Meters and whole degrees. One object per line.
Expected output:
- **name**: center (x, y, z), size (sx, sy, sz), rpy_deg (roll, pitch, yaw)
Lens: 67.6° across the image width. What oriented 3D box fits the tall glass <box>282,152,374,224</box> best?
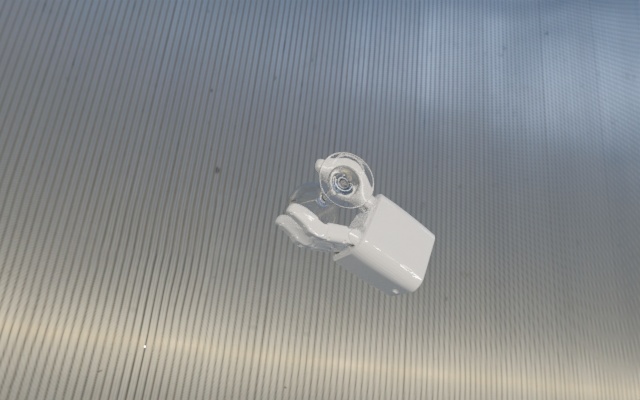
- **tall glass**: center (0.000, 0.002, 0.679), size (0.079, 0.079, 0.201), rpy_deg (0, -16, -20)
